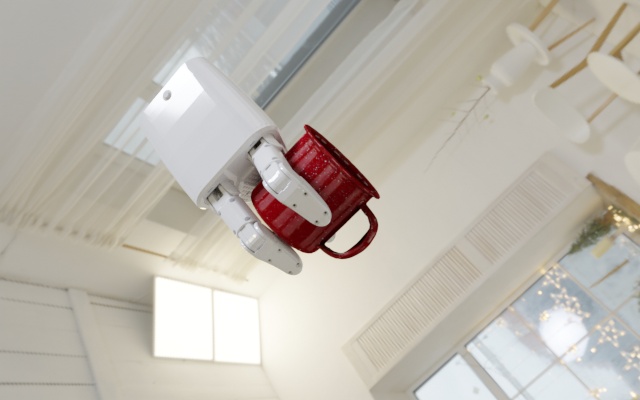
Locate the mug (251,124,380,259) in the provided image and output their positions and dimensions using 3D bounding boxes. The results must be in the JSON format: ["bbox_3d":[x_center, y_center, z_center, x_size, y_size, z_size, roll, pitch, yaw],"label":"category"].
[{"bbox_3d":[0.001,0.003,0.425,0.081,0.117,0.093,-45,-18,11],"label":"mug"}]
